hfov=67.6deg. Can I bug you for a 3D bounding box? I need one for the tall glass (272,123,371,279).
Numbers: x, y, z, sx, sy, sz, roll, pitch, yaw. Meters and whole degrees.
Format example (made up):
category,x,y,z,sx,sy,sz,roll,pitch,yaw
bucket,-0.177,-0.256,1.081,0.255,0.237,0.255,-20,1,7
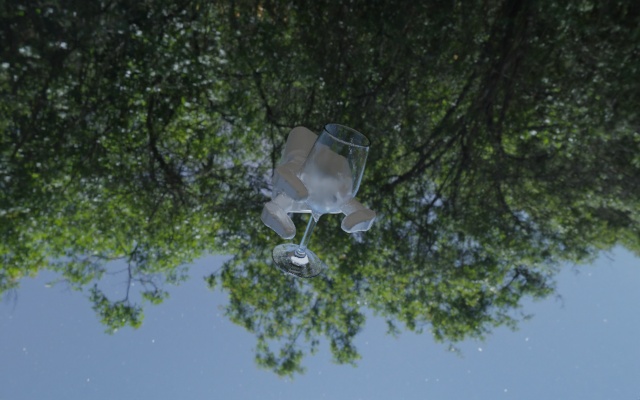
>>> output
category,x,y,z,sx,sy,sz,roll,pitch,yaw
tall glass,0.000,0.003,0.625,0.079,0.201,0.079,17,27,-9
